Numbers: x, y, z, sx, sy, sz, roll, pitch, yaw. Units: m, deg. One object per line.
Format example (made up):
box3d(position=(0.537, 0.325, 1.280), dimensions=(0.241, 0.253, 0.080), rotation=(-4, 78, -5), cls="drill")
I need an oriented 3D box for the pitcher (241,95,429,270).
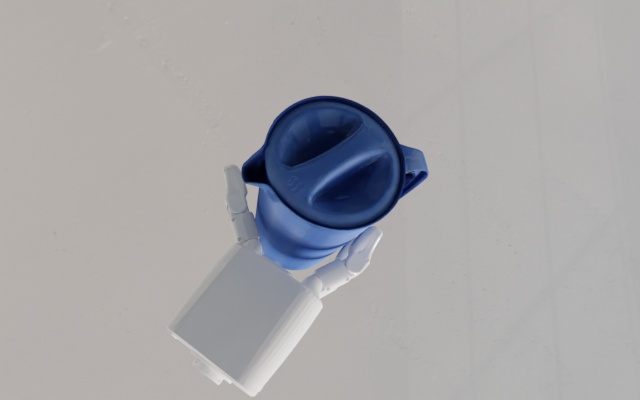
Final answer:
box3d(position=(0.000, 0.002, 0.535), dimensions=(0.149, 0.145, 0.243), rotation=(36, -23, 1), cls="pitcher")
